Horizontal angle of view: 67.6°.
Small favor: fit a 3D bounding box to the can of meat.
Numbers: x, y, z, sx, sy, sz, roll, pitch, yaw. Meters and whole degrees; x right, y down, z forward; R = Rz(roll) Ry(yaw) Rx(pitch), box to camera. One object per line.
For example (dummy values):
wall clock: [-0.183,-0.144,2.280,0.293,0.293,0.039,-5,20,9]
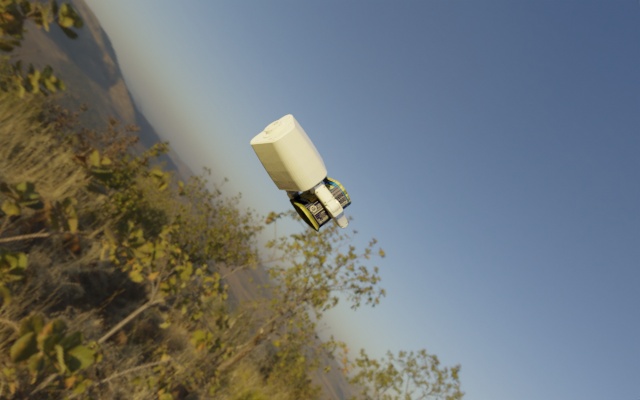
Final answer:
can of meat: [0.000,0.003,0.885,0.084,0.057,0.102,-37,21,-9]
